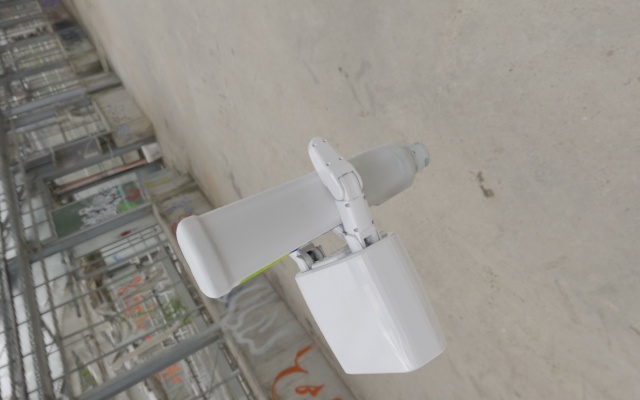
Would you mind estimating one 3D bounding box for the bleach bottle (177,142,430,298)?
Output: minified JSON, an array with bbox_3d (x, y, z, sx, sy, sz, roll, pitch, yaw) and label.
[{"bbox_3d":[0.000,0.001,0.436,0.251,0.068,0.102,-26,-1,-21],"label":"bleach bottle"}]
